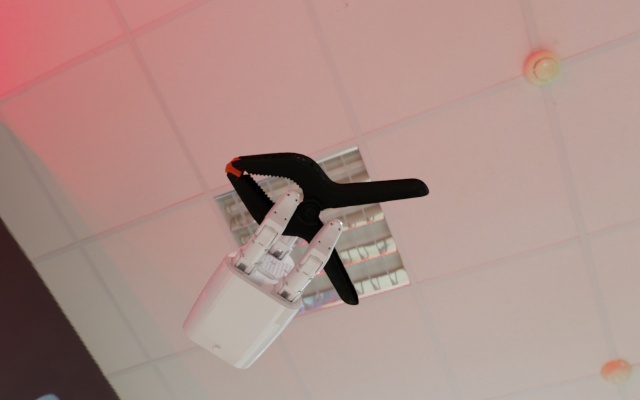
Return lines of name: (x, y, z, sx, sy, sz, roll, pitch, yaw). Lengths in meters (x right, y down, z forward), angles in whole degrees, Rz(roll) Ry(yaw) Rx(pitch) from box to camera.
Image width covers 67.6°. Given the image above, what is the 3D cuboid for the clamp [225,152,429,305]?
clamp: (0.000, 0.001, 0.519, 0.210, 0.164, 0.036, 34, 16, -7)
